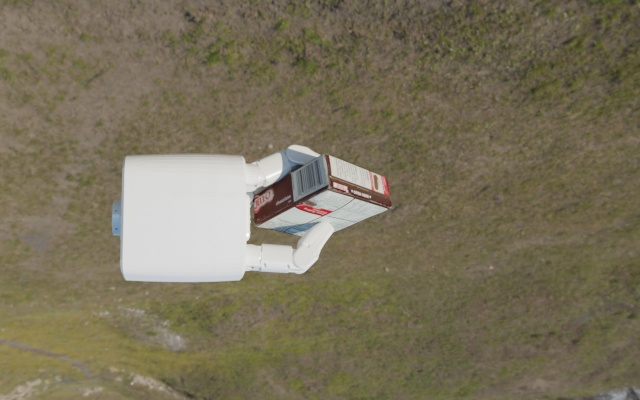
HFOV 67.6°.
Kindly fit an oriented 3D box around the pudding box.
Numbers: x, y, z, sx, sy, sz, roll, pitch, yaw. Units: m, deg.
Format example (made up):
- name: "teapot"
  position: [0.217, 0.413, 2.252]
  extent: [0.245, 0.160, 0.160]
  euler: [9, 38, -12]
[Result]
- name: "pudding box"
  position: [0.000, 0.002, 0.480]
  extent: [0.090, 0.039, 0.113]
  euler: [16, -30, -41]
